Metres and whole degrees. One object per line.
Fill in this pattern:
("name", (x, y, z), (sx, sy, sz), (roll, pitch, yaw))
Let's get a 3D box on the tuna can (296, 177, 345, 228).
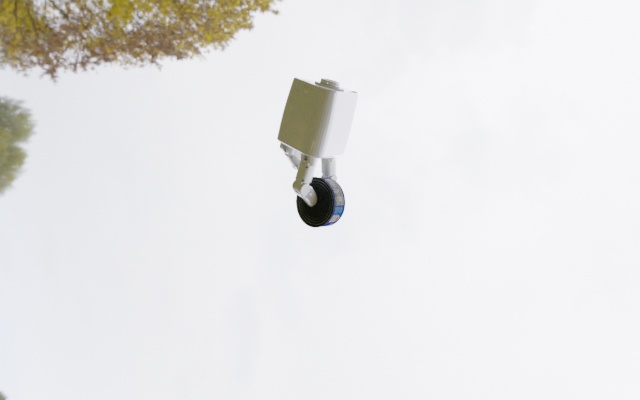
("tuna can", (0.000, 0.003, 0.815), (0.086, 0.086, 0.034), (0, 1, 41))
